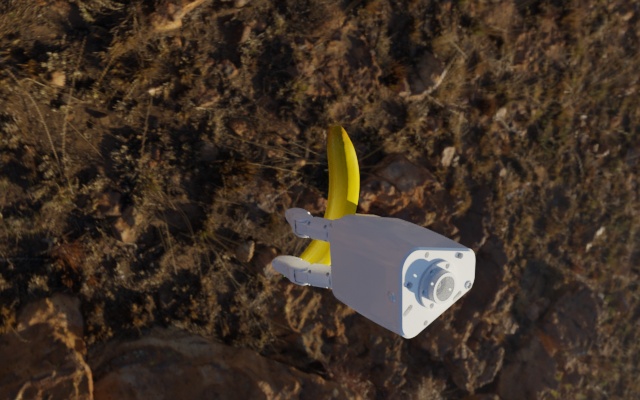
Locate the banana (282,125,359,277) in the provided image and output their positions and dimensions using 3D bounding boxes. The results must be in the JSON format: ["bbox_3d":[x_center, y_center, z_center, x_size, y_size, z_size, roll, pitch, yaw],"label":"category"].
[{"bbox_3d":[0.014,0.009,0.592,0.069,0.198,0.037,16,5,-34],"label":"banana"}]
